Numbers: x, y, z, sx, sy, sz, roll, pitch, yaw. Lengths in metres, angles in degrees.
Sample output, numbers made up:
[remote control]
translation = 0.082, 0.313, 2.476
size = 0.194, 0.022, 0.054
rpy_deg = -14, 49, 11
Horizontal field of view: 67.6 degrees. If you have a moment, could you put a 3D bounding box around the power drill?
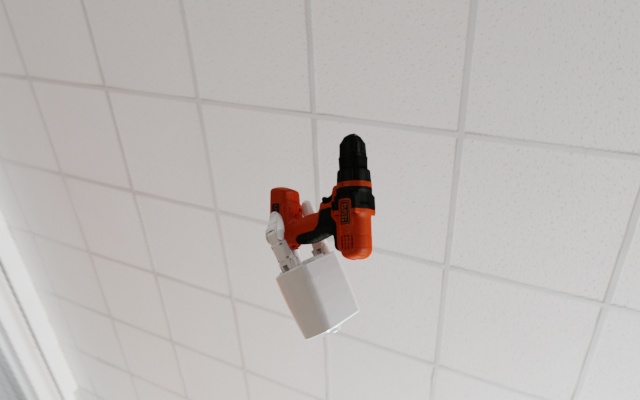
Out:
[power drill]
translation = 0.000, 0.003, 0.738
size = 0.057, 0.184, 0.187
rpy_deg = 10, -15, -44
